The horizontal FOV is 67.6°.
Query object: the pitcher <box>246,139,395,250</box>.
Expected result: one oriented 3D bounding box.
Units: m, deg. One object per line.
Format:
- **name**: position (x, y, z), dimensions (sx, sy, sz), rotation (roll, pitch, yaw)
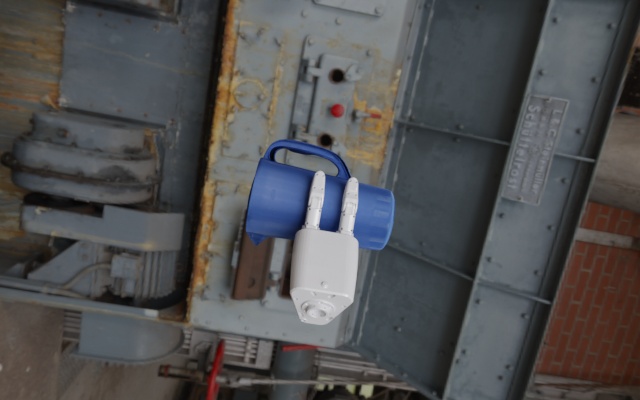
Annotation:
- **pitcher**: position (0.000, 0.003, 0.818), dimensions (0.243, 0.145, 0.149), rotation (10, -42, -4)
